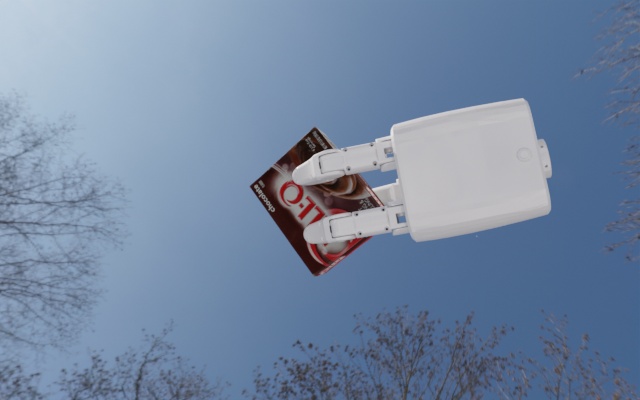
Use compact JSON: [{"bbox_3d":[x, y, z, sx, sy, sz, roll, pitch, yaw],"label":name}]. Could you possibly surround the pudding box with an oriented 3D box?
[{"bbox_3d":[0.000,0.001,0.458,0.090,0.113,0.039,-41,-16,13],"label":"pudding box"}]
